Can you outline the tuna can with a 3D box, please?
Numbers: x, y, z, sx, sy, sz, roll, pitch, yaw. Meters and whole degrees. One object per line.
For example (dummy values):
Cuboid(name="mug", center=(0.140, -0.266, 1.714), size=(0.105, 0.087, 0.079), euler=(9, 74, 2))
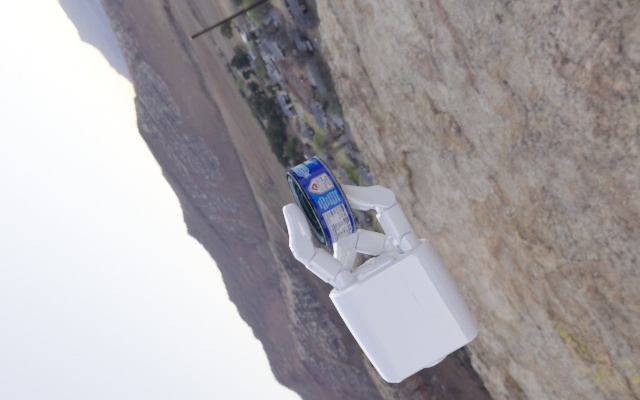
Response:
Cuboid(name="tuna can", center=(0.000, 0.002, 0.469), size=(0.034, 0.086, 0.086), euler=(-28, 5, -9))
